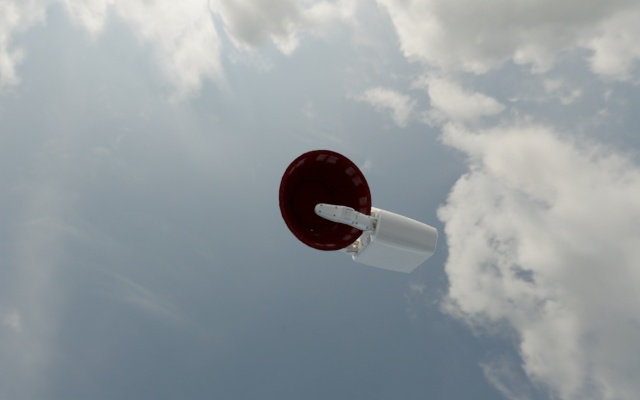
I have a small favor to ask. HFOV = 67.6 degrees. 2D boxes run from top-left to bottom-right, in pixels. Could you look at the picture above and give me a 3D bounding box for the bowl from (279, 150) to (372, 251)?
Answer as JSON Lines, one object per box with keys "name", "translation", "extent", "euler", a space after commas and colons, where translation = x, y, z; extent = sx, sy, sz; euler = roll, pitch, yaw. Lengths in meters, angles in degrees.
{"name": "bowl", "translation": [-0.001, 0.002, 0.771], "extent": [0.162, 0.162, 0.055], "euler": [0, -9, -25]}
